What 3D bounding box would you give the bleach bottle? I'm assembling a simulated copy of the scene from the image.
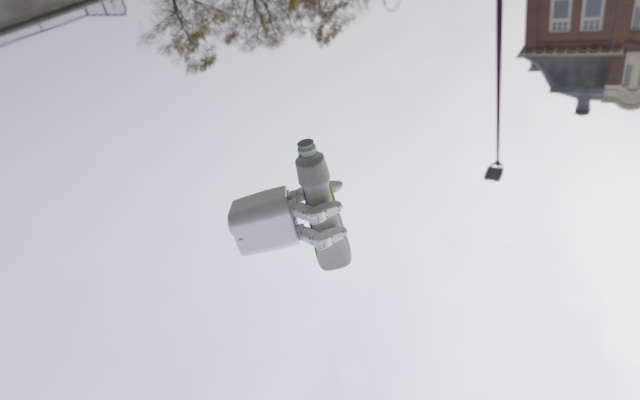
[{"bbox_3d":[0.000,0.003,0.848,0.068,0.251,0.102,-14,34,1],"label":"bleach bottle"}]
